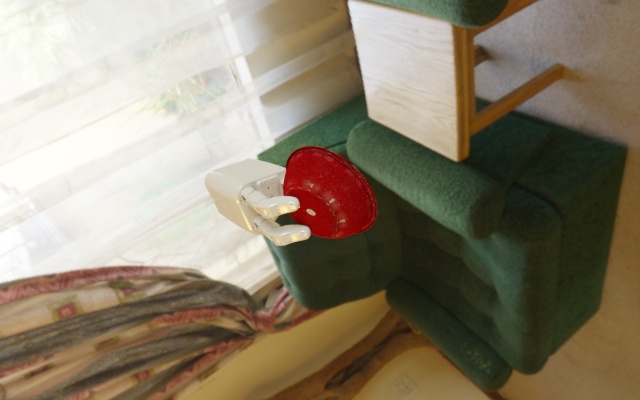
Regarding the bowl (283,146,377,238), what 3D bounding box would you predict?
[{"bbox_3d":[0.001,0.002,0.696,0.162,0.162,0.055,0,37,43],"label":"bowl"}]
